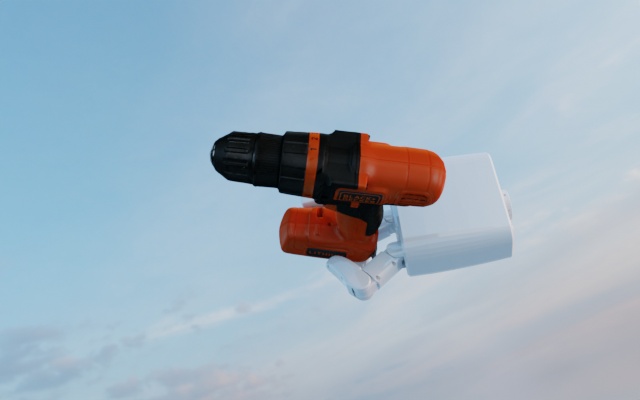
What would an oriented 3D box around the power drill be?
[{"bbox_3d":[0.000,0.002,0.438,0.184,0.057,0.188,8,-22,-2],"label":"power drill"}]
